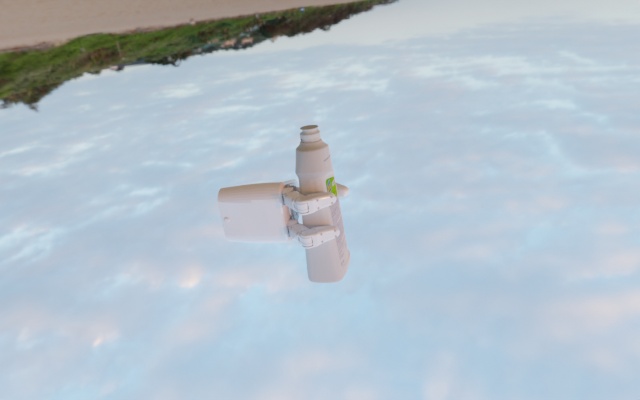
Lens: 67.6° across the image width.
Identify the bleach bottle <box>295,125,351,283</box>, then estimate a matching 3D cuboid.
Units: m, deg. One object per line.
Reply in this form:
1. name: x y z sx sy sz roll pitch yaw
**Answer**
1. bleach bottle: 0.000 0.003 0.765 0.068 0.251 0.102 -2 23 13
